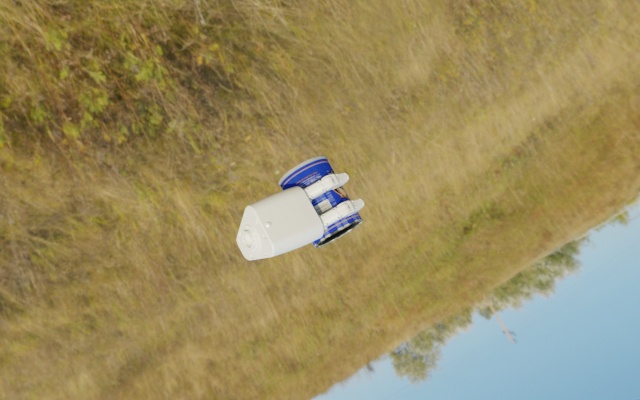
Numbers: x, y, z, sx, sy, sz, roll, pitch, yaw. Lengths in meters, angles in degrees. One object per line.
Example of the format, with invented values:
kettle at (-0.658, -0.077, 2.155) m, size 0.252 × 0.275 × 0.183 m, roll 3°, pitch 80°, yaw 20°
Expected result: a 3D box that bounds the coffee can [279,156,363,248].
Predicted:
coffee can at (0.000, 0.003, 0.884) m, size 0.103 × 0.140 × 0.103 m, roll -29°, pitch -11°, yaw -6°
